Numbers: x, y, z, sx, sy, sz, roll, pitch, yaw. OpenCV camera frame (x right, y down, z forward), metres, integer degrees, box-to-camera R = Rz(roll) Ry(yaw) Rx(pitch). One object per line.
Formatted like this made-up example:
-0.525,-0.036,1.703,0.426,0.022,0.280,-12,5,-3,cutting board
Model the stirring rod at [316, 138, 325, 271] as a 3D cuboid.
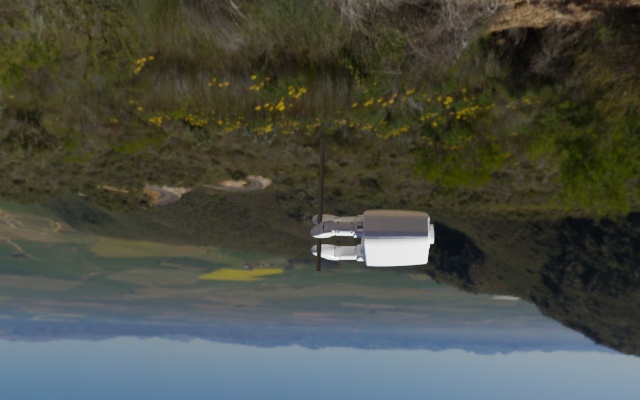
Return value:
0.000,0.003,0.837,0.011,0.239,0.011,2,-16,0,stirring rod
